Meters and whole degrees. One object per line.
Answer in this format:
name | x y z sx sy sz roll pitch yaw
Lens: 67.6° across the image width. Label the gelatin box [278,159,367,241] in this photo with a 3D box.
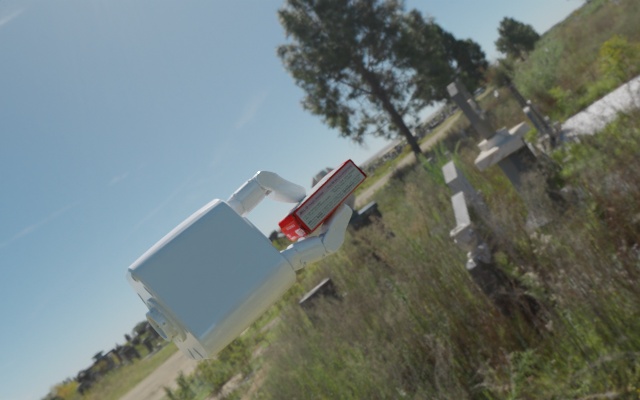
gelatin box | 0.000 0.001 0.505 0.089 0.030 0.073 -45 5 -19
